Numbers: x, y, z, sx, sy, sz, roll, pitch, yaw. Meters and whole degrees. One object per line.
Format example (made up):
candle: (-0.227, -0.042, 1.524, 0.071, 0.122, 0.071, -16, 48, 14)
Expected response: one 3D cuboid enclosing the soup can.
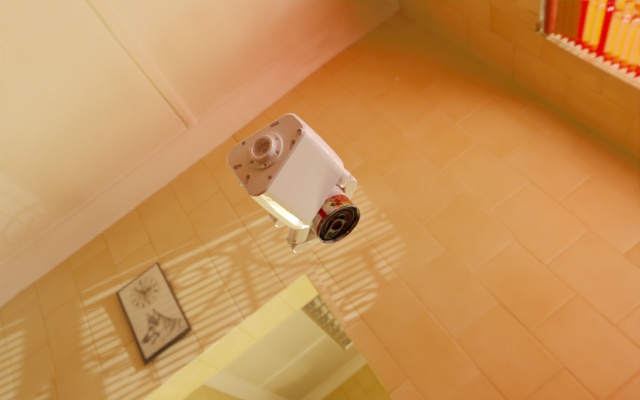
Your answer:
soup can: (0.000, 0.002, 0.677, 0.068, 0.068, 0.102, 0, 39, -42)
